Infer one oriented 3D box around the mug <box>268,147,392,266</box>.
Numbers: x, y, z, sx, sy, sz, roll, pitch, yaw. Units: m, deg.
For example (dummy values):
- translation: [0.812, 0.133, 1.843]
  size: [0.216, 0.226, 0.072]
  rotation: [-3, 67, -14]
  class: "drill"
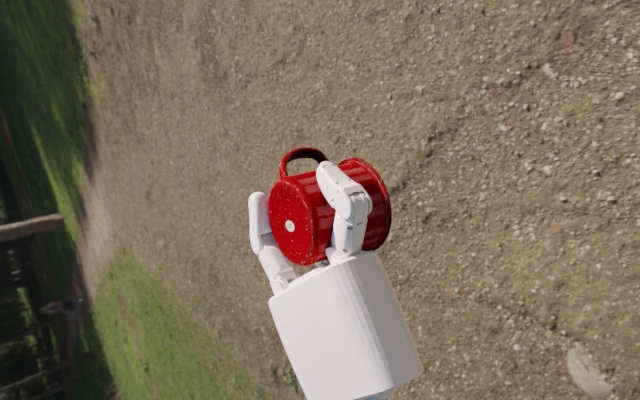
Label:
- translation: [-0.001, 0.000, 0.445]
  size: [0.081, 0.117, 0.093]
  rotation: [-14, -18, -33]
  class: "mug"
